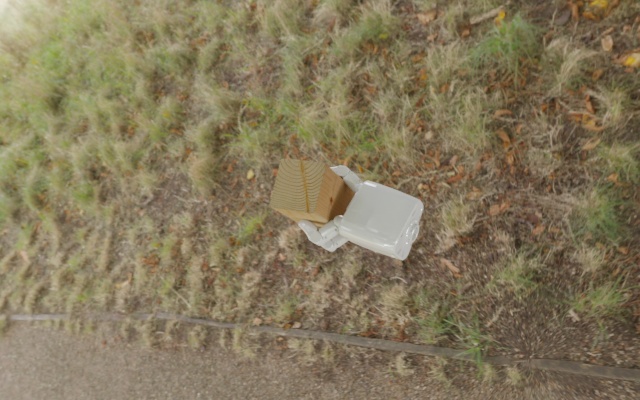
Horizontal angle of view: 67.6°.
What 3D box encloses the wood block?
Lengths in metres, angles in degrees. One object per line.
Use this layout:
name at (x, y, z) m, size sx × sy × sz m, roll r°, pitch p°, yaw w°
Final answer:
wood block at (0.001, 0.003, 0.890) m, size 0.090 × 0.091 × 0.206 m, roll 8°, pitch -13°, yaw 25°
